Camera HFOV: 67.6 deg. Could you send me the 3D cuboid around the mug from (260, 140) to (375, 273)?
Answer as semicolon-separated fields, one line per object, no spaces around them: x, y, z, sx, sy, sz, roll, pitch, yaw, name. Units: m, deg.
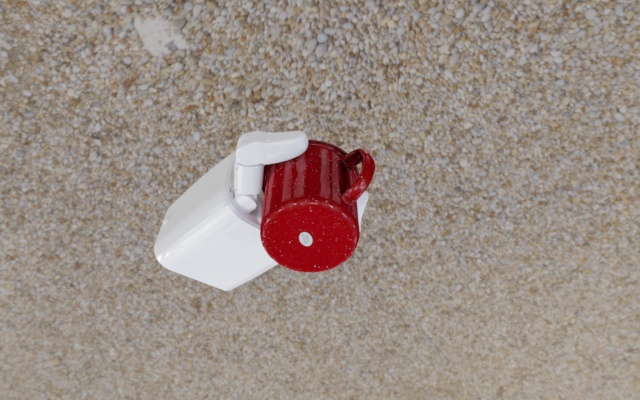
0.001;0.001;0.409;0.117;0.081;0.093;-35;-60;24;mug
